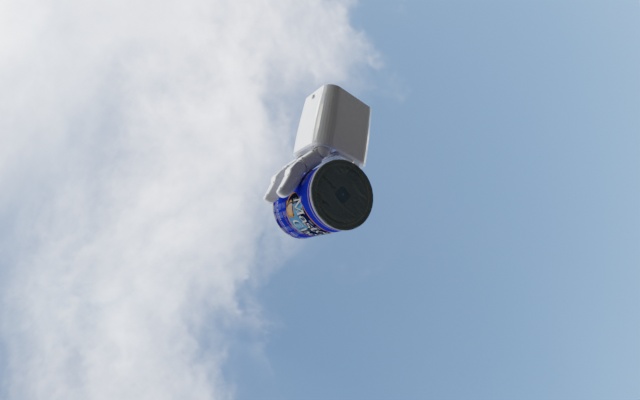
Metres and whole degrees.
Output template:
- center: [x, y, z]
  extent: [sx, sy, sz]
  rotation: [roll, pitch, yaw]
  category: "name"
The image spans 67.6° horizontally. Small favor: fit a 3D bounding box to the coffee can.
- center: [0.000, 0.003, 0.734]
  extent: [0.103, 0.103, 0.140]
  rotation: [0, -9, -28]
  category: "coffee can"
